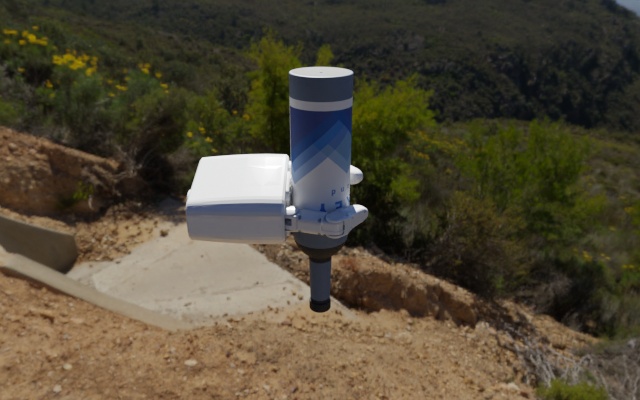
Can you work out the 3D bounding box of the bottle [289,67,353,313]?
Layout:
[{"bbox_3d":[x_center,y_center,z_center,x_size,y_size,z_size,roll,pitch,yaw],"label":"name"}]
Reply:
[{"bbox_3d":[0.000,0.002,0.551,0.069,0.296,0.069,0,24,0],"label":"bottle"}]
